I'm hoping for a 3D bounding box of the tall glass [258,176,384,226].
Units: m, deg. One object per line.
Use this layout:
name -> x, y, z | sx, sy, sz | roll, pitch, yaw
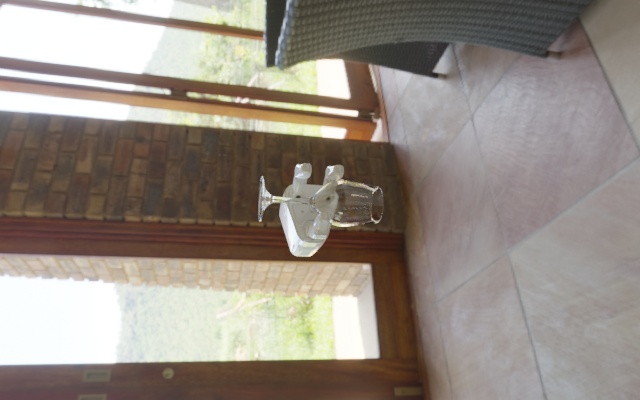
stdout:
tall glass -> -0.001, 0.003, 0.794 | 0.201, 0.079, 0.079 | 3, -1, -12
